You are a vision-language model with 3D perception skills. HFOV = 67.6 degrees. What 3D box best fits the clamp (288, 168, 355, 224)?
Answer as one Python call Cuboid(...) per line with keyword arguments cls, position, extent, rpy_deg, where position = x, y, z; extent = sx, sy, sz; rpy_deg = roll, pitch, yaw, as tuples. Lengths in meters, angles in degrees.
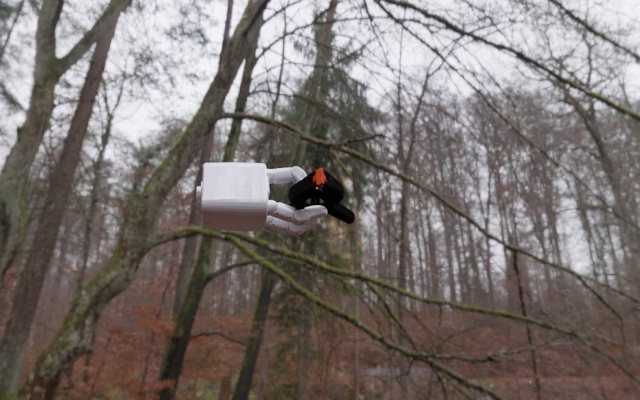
Cuboid(cls="clamp", position=(0.000, 0.002, 0.835), extent=(0.164, 0.036, 0.210), rpy_deg=(-1, -23, -13))
